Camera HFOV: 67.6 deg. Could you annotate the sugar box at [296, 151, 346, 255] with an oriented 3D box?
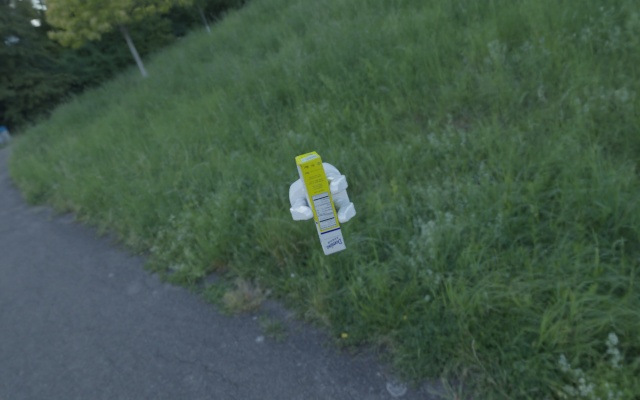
[{"bbox_3d":[0.001,0.003,0.882,0.048,0.176,0.093,-19,14,-2],"label":"sugar box"}]
